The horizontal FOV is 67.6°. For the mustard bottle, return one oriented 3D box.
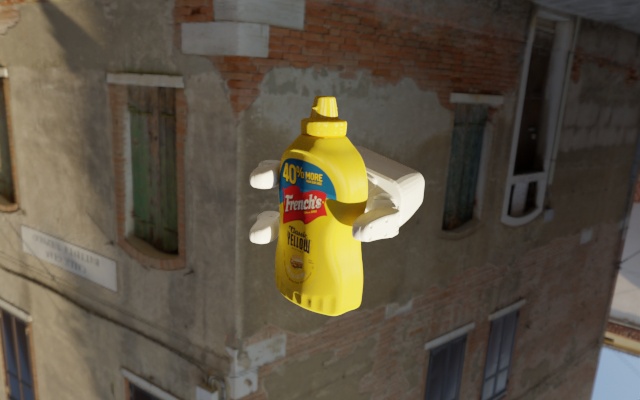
[{"bbox_3d":[0.000,0.002,0.442,0.058,0.192,0.096,-8,18,-40],"label":"mustard bottle"}]
